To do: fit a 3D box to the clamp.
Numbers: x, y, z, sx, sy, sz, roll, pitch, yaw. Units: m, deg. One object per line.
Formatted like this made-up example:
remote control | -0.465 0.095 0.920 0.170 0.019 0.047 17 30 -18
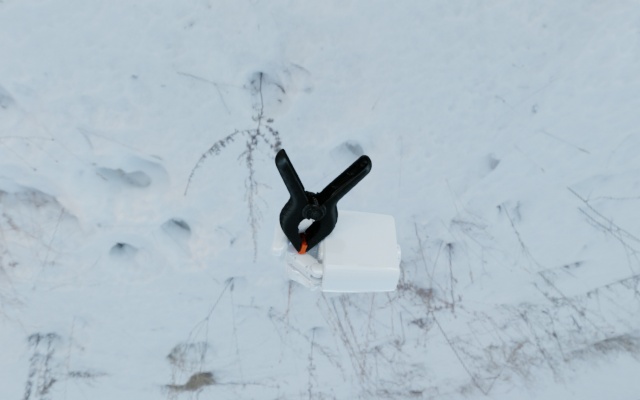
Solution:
clamp | 0.000 0.003 0.621 0.120 0.172 0.039 0 45 -6
